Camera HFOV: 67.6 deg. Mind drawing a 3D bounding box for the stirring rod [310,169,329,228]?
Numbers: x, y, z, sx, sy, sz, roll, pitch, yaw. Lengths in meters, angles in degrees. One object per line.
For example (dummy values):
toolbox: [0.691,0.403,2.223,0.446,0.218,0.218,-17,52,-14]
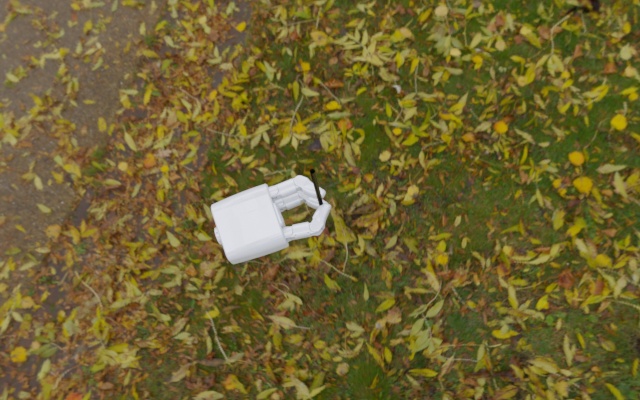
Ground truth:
stirring rod: [0.000,0.003,0.837,0.011,0.011,0.240,0,-23,6]
